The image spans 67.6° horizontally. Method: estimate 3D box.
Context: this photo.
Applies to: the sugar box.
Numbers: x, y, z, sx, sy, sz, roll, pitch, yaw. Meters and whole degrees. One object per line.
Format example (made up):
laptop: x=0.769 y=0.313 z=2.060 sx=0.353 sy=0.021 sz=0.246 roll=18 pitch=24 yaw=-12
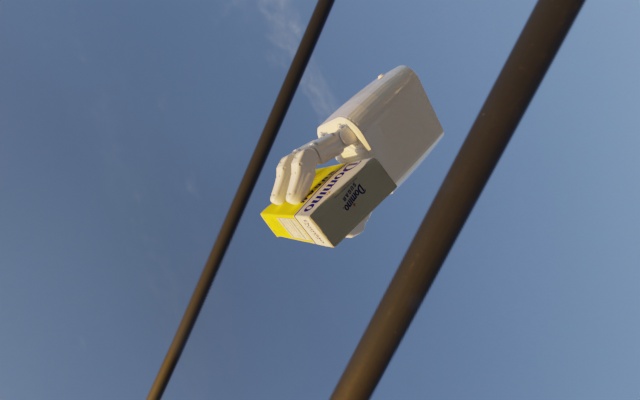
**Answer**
sugar box: x=0.000 y=0.001 z=0.528 sx=0.093 sy=0.048 sz=0.176 roll=-42 pitch=11 yaw=-18
